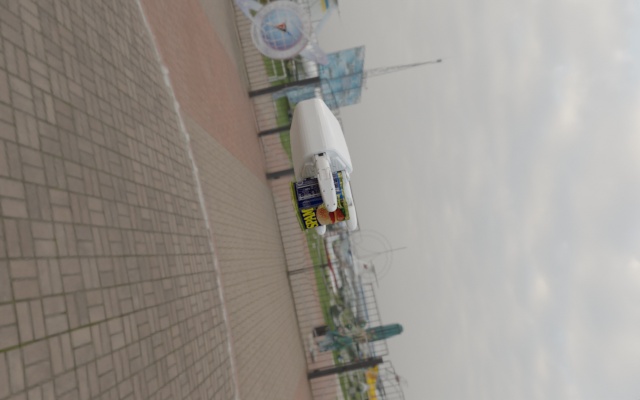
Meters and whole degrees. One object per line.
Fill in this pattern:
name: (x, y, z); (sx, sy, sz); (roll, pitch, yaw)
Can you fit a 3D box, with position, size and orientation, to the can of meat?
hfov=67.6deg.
can of meat: (0.000, 0.002, 0.779); (0.084, 0.057, 0.102); (-13, -29, 1)
